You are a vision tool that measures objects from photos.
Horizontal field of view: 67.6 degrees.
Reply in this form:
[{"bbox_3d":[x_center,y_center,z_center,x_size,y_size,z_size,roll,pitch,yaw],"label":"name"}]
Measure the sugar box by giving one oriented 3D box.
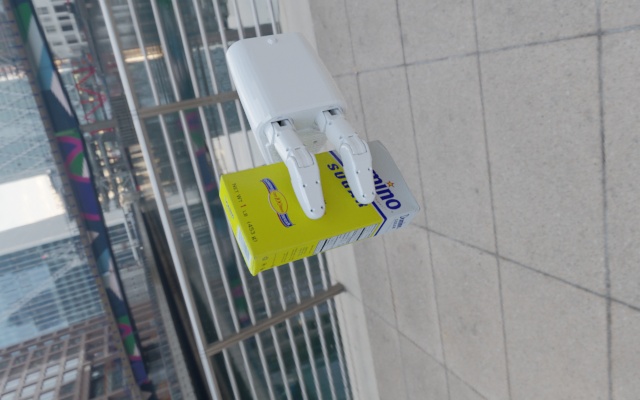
[{"bbox_3d":[0.000,0.001,0.470,0.176,0.093,0.048,-17,-25,-20],"label":"sugar box"}]
